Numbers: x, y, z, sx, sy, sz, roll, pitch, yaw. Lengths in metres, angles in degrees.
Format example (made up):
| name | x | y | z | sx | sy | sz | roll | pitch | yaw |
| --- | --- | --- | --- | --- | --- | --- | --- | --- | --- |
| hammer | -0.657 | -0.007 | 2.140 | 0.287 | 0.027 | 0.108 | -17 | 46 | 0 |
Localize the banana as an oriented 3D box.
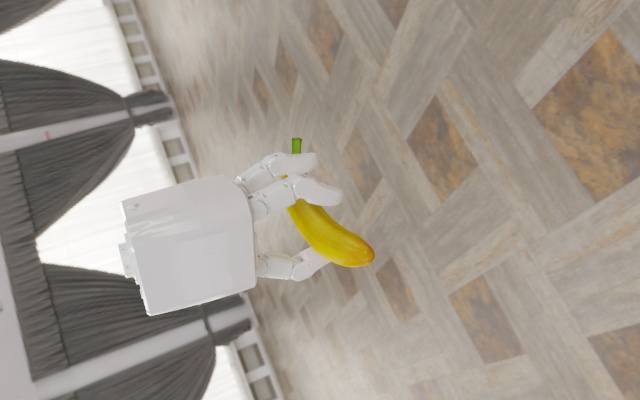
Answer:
| name | x | y | z | sx | sy | sz | roll | pitch | yaw |
| --- | --- | --- | --- | --- | --- | --- | --- | --- | --- |
| banana | -0.004 | 0.013 | 0.518 | 0.037 | 0.070 | 0.197 | -10 | 45 | -25 |
